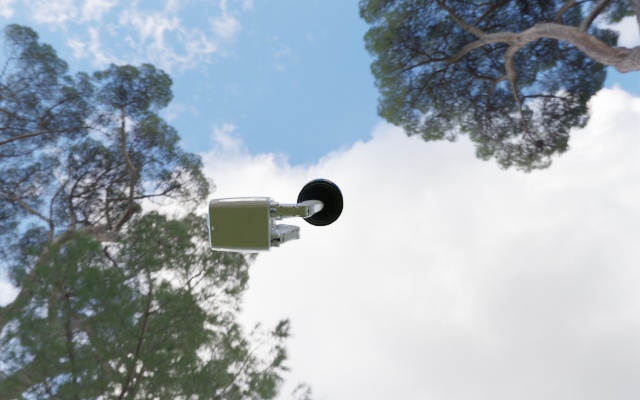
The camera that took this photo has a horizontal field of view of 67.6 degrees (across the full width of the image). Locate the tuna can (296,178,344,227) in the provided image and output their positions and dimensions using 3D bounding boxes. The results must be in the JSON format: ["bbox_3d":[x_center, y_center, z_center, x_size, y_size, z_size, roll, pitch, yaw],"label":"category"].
[{"bbox_3d":[0.000,0.003,0.871,0.086,0.086,0.033,0,12,3],"label":"tuna can"}]
